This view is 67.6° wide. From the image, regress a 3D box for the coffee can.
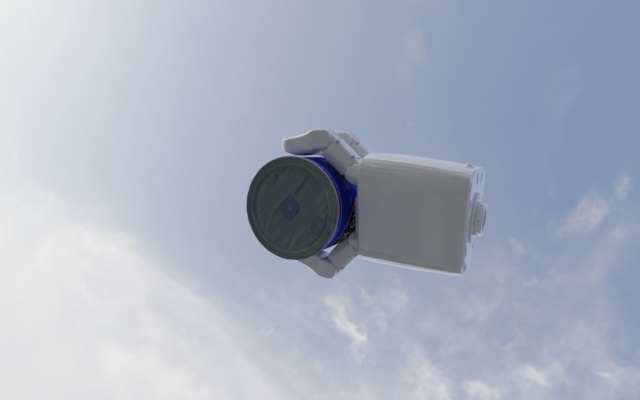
[{"bbox_3d":[0.000,0.002,0.528,0.103,0.103,0.140,0,5,26],"label":"coffee can"}]
